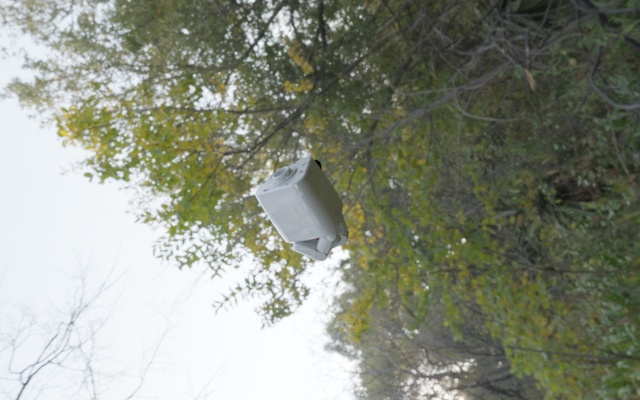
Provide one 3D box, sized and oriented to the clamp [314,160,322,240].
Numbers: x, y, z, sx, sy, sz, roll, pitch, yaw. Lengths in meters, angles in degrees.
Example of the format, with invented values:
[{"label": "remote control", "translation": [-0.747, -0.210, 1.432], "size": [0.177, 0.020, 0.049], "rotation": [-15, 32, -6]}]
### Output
[{"label": "clamp", "translation": [0.000, 0.003, 0.899], "size": [0.039, 0.120, 0.171], "rotation": [-22, 26, 18]}]
